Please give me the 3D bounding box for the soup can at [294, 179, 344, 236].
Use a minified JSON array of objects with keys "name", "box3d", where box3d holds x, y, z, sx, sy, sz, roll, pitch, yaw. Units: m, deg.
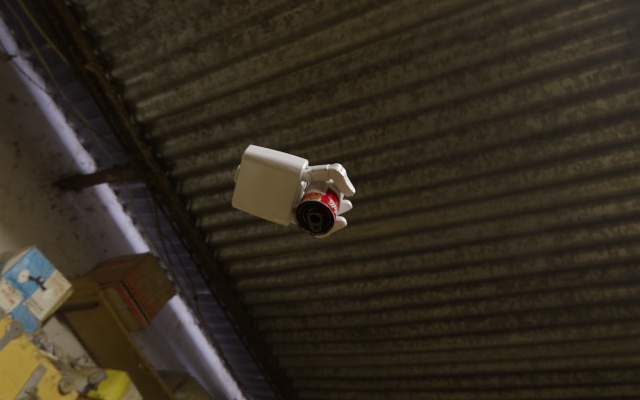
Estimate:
[{"name":"soup can","box3d":[0.001,0.003,0.805,0.068,0.068,0.102,0,31,14]}]
